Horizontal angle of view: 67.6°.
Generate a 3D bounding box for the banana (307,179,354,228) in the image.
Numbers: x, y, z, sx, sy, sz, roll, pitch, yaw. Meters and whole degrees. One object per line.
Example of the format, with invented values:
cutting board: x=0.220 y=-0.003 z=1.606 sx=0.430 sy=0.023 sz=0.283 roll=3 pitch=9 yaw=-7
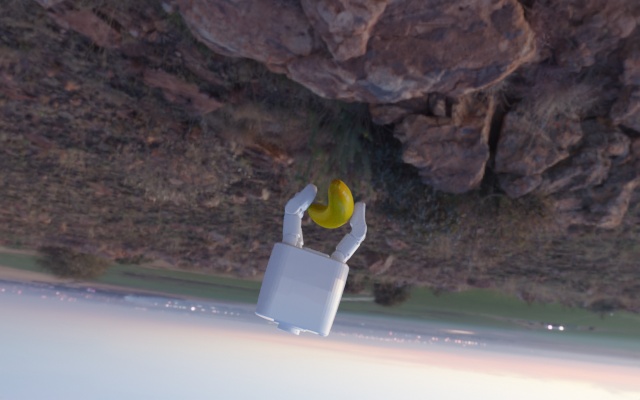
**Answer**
banana: x=0.015 y=0.012 z=0.736 sx=0.069 sy=0.037 sz=0.198 roll=31 pitch=-17 yaw=-10
